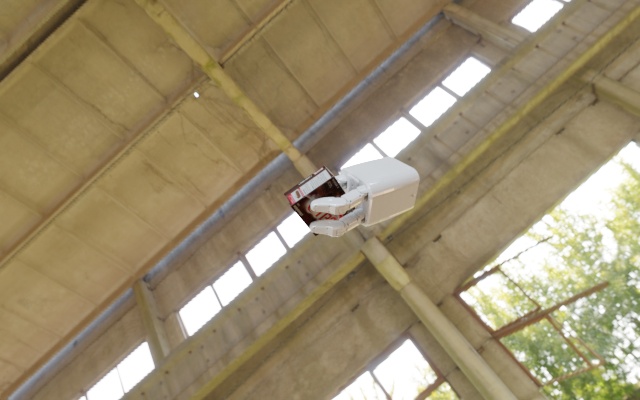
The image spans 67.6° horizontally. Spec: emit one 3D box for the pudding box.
[{"bbox_3d":[0.000,0.003,0.838,0.090,0.039,0.114,-35,-42,1],"label":"pudding box"}]
